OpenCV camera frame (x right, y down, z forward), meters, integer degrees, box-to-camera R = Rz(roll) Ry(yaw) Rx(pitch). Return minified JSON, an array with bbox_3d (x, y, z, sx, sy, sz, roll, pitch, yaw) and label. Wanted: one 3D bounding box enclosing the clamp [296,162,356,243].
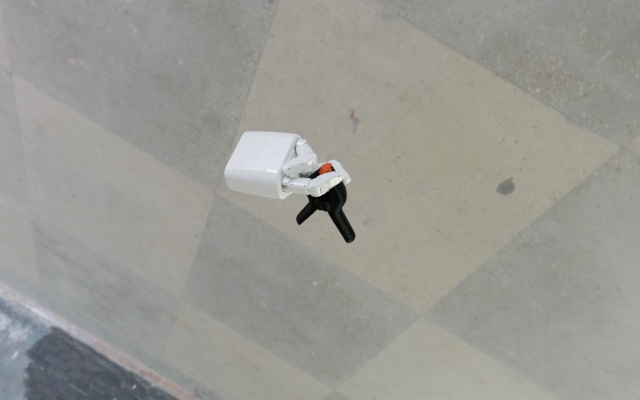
[{"bbox_3d":[0.000,0.003,0.859,0.120,0.172,0.039,8,42,20],"label":"clamp"}]
